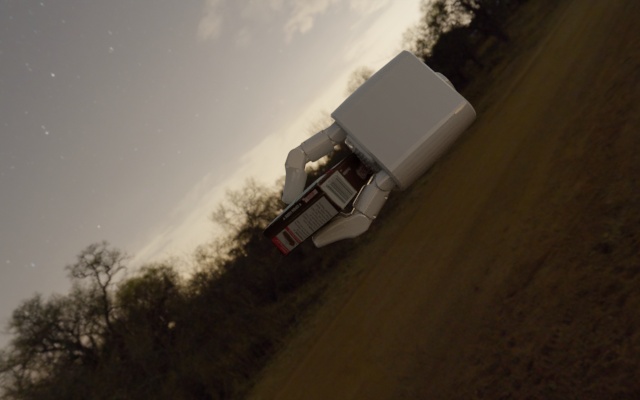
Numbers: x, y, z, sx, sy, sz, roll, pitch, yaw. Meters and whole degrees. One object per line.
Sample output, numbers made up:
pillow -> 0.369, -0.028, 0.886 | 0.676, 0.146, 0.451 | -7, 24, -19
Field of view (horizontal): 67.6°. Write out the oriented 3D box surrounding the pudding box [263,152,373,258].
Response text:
pudding box -> 0.000, 0.001, 0.506 | 0.090, 0.039, 0.113 | -41, 0, 30
